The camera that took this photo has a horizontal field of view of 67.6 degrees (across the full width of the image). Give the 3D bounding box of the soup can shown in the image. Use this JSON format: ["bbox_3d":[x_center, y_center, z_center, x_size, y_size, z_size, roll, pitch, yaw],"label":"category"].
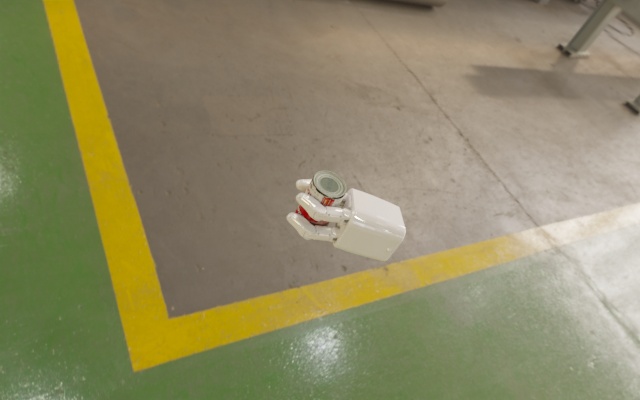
[{"bbox_3d":[0.000,0.002,0.879,0.068,0.068,0.102,0,-40,-27],"label":"soup can"}]
